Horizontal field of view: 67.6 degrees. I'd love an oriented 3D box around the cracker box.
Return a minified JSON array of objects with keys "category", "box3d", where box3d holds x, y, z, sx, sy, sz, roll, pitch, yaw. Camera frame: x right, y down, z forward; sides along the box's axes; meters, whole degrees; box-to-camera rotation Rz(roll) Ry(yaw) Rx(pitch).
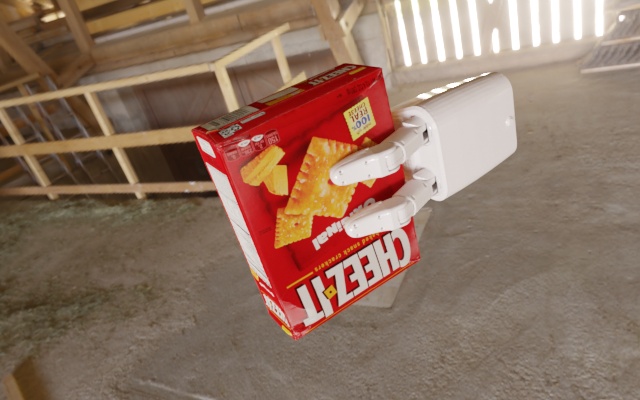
[{"category":"cracker box","box3d":[0.000,0.001,0.454,0.164,0.214,0.072,-28,29,-20]}]
